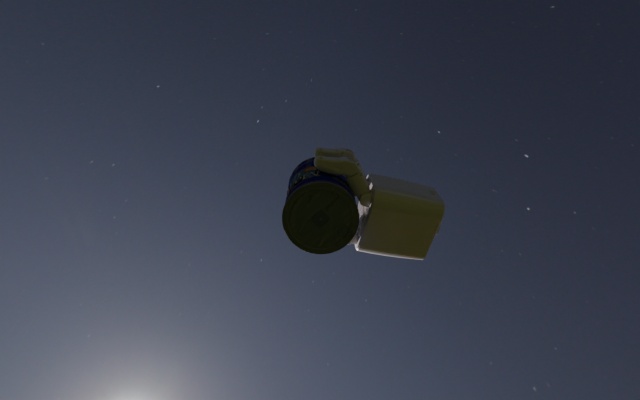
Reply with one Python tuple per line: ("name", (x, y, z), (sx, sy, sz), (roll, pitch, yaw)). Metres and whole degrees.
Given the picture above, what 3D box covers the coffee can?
("coffee can", (0.000, 0.002, 0.695), (0.103, 0.103, 0.140), (0, 19, 0))
